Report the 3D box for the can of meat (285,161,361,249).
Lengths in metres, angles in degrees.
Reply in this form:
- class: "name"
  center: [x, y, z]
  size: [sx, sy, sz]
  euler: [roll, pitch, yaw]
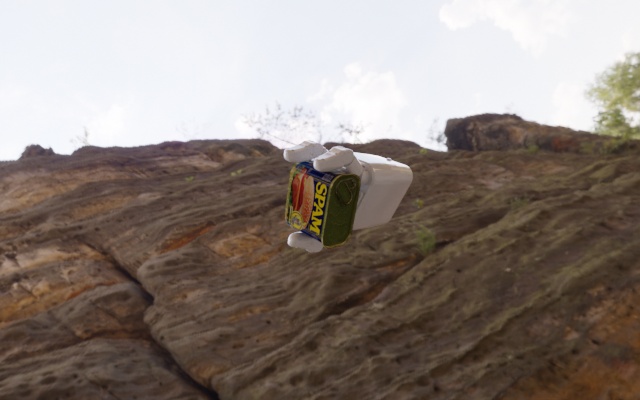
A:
- class: "can of meat"
  center: [0.000, 0.002, 0.651]
  size: [0.057, 0.102, 0.084]
  euler: [-7, 23, -44]
